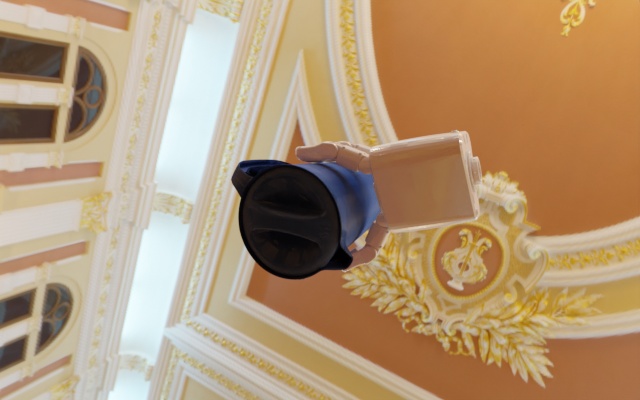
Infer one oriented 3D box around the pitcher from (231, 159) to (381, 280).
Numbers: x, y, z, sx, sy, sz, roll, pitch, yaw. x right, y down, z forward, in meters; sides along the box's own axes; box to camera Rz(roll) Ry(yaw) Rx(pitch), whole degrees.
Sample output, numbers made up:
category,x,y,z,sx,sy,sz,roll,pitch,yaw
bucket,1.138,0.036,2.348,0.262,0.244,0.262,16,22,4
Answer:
category,x,y,z,sx,sy,sz,roll,pitch,yaw
pitcher,0.000,0.002,0.645,0.145,0.149,0.243,-11,4,25
